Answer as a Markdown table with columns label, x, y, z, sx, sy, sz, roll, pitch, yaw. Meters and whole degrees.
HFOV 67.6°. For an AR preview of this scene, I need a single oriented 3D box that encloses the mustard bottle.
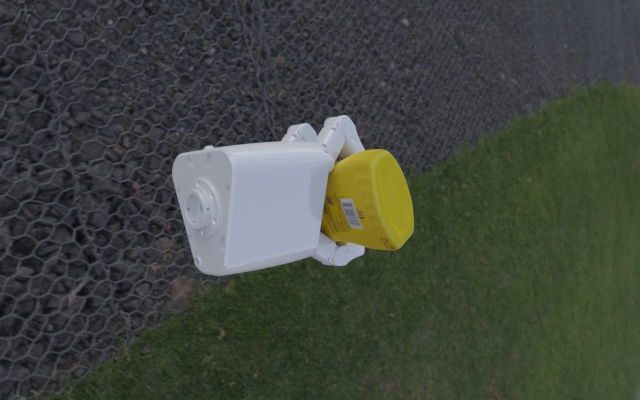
| label | x | y | z | sx | sy | sz | roll | pitch | yaw |
| --- | --- | --- | --- | --- | --- | --- | --- | --- | --- |
| mustard bottle | 0.000 | 0.002 | 0.507 | 0.191 | 0.096 | 0.058 | -2 | 29 | 43 |
